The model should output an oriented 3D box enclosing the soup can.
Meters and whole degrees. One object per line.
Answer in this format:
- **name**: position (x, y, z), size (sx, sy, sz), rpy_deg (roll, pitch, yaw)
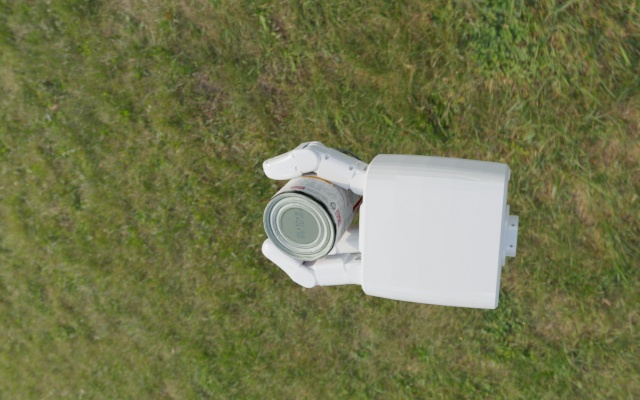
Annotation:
- **soup can**: position (-0.001, 0.001, 0.436), size (0.068, 0.068, 0.102), rpy_deg (0, 26, 24)
